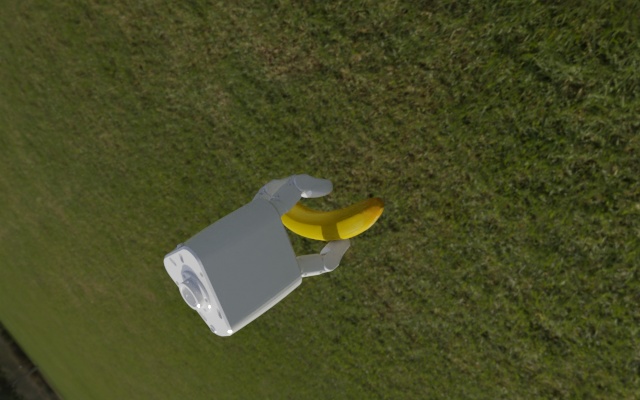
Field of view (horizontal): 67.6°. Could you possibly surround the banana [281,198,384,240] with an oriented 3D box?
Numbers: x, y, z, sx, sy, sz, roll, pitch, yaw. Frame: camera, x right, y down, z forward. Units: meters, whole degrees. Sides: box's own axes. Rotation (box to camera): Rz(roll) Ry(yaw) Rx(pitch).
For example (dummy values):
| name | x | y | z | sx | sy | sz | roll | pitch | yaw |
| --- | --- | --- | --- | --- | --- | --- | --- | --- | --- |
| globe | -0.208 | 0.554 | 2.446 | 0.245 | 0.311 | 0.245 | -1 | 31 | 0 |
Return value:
| name | x | y | z | sx | sy | sz | roll | pitch | yaw |
| --- | --- | --- | --- | --- | --- | --- | --- | --- | --- |
| banana | 0.001 | 0.019 | 0.610 | 0.198 | 0.070 | 0.037 | 12 | 29 | 44 |
